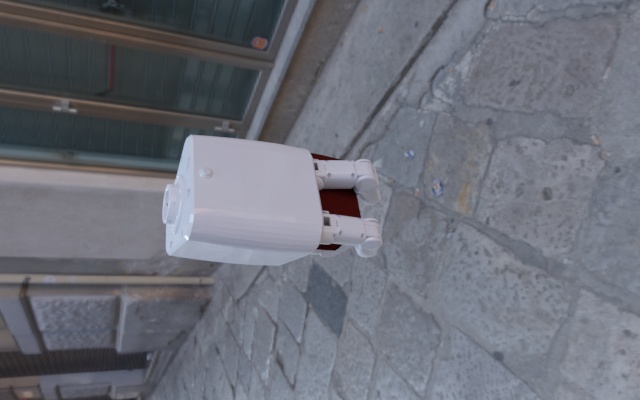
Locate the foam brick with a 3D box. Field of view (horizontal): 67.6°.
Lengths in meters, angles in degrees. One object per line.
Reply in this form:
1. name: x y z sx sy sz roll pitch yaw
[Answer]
1. foam brick: 0.000 0.001 0.462 0.051 0.078 0.053 10 -37 -29
